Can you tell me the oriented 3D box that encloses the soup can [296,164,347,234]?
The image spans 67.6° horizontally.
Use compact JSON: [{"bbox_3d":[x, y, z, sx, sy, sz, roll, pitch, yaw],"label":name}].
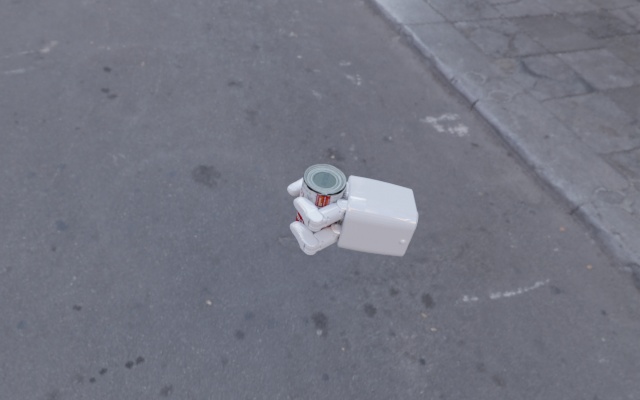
[{"bbox_3d":[0.000,0.002,0.744,0.068,0.068,0.102,0,-44,-12],"label":"soup can"}]
